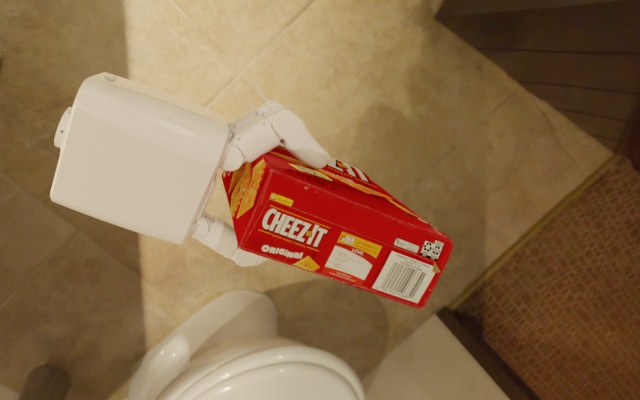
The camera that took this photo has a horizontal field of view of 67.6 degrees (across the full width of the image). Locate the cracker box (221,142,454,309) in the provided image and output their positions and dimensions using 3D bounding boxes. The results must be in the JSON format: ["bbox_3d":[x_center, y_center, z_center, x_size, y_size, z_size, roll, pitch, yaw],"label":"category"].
[{"bbox_3d":[0.000,0.002,0.448,0.164,0.072,0.213,21,11,-20],"label":"cracker box"}]
